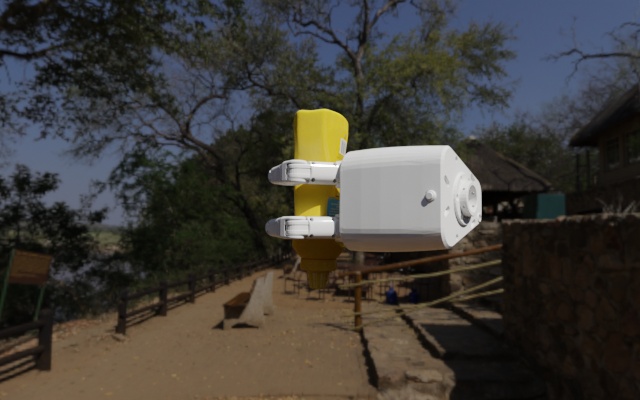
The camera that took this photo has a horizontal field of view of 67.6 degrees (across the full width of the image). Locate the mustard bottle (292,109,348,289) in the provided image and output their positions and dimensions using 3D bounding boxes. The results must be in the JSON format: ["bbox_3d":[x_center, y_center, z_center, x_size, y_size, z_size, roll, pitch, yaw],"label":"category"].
[{"bbox_3d":[0.000,0.001,0.534,0.058,0.191,0.096,0,-4,12],"label":"mustard bottle"}]
